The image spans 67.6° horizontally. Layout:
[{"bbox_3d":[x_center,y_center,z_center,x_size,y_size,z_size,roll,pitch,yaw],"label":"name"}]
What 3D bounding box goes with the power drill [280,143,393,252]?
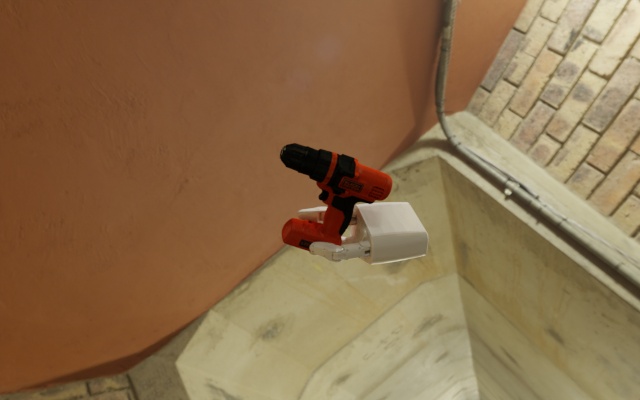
[{"bbox_3d":[0.000,0.003,0.784,0.184,0.188,0.057,19,39,-11],"label":"power drill"}]
